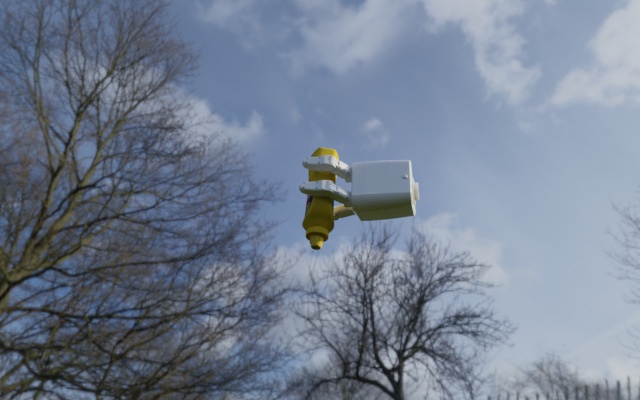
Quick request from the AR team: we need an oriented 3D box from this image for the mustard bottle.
[{"bbox_3d":[0.000,0.003,0.882,0.058,0.191,0.096,9,-33,-6],"label":"mustard bottle"}]
